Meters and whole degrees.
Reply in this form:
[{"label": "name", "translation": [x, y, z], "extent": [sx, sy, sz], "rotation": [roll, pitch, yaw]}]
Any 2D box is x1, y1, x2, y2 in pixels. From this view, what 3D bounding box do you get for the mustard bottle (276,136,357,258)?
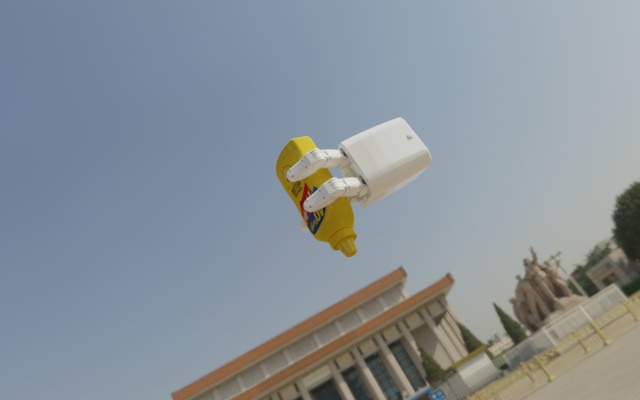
[{"label": "mustard bottle", "translation": [0.000, 0.002, 0.711], "extent": [0.058, 0.191, 0.096], "rotation": [-14, -31, -32]}]
